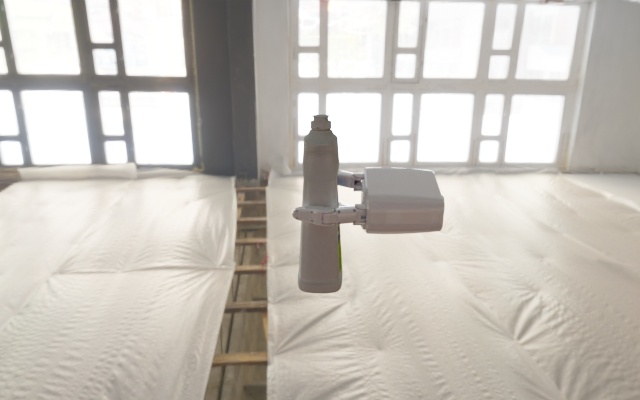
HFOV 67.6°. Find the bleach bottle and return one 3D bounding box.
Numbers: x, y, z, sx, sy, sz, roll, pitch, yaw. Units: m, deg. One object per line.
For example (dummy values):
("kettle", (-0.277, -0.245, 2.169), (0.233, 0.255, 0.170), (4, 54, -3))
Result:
("bleach bottle", (0.000, 0.002, 0.704), (0.068, 0.251, 0.102), (1, 17, 2))
